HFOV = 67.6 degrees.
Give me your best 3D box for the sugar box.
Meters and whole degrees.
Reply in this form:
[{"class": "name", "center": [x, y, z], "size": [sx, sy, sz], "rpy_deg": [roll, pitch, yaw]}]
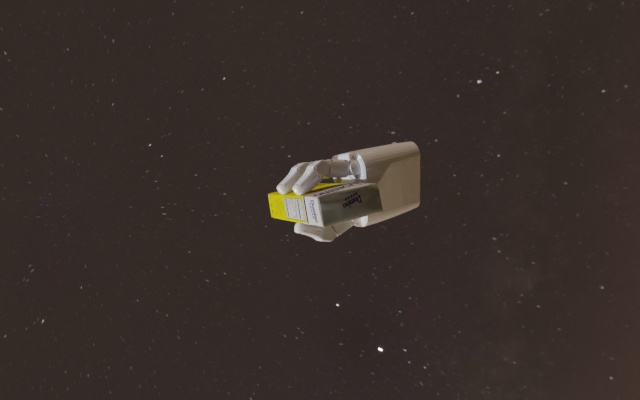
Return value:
[{"class": "sugar box", "center": [0.000, 0.002, 0.678], "size": [0.093, 0.048, 0.176], "rpy_deg": [-14, 5, -26]}]
